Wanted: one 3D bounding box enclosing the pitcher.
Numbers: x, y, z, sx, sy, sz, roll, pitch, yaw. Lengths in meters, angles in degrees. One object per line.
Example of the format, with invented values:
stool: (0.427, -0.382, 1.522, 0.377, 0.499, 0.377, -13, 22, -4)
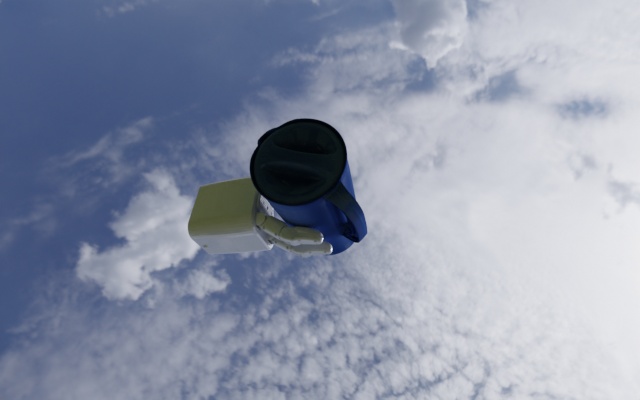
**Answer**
pitcher: (0.000, 0.002, 0.724, 0.145, 0.149, 0.243, -7, -27, 11)
